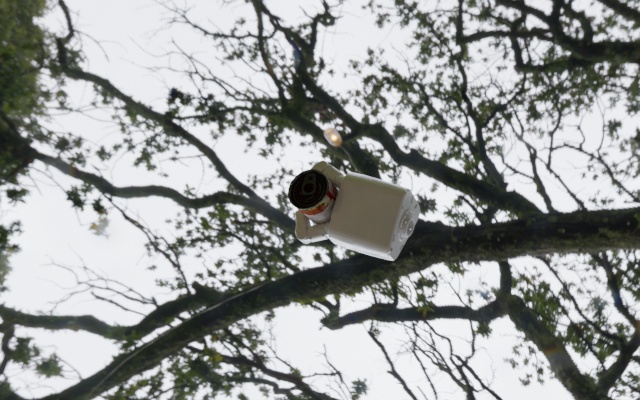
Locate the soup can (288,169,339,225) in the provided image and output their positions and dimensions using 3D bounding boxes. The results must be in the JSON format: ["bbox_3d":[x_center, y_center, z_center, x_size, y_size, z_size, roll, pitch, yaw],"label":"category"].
[{"bbox_3d":[0.000,0.003,0.773,0.068,0.068,0.102,0,-24,26],"label":"soup can"}]
